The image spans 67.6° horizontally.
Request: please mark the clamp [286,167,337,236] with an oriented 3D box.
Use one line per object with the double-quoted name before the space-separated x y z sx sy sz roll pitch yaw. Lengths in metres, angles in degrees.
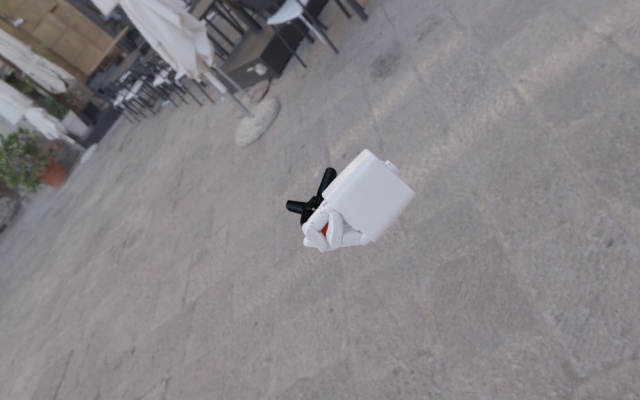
"clamp" 0.000 0.003 0.865 0.039 0.120 0.171 39 6 -29
